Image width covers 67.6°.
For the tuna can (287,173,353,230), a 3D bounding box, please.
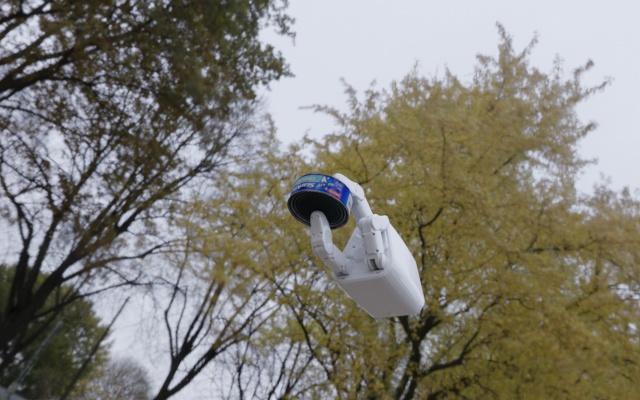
[{"bbox_3d":[0.000,0.002,0.651,0.086,0.033,0.086,11,-36,8],"label":"tuna can"}]
